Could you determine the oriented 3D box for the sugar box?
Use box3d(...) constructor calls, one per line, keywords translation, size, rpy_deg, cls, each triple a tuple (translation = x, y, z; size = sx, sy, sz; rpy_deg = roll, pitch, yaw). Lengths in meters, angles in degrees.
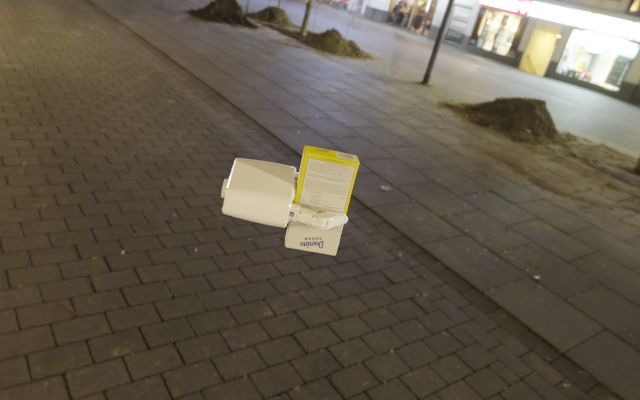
box3d(translation=(0.000, 0.002, 0.813), size=(0.093, 0.176, 0.048), rpy_deg=(11, 25, -7), cls="sugar box")
